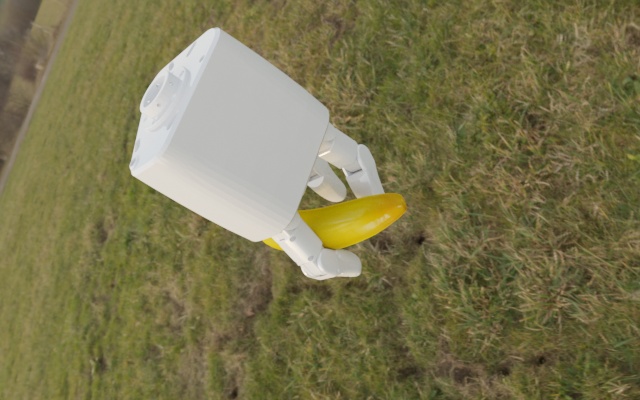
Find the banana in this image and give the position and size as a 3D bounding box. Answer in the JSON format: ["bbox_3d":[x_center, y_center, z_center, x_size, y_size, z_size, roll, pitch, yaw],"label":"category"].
[{"bbox_3d":[-0.011,0.016,0.423,0.037,0.069,0.198,43,-20,-30],"label":"banana"}]
